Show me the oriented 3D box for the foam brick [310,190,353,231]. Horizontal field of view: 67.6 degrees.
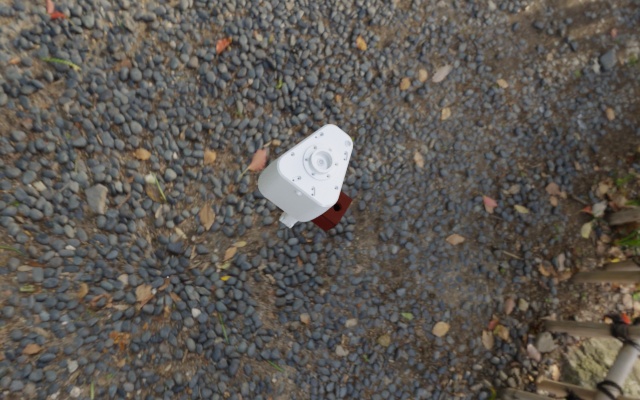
[{"bbox_3d":[0.000,0.003,0.744,0.078,0.053,0.051,37,-23,-8],"label":"foam brick"}]
